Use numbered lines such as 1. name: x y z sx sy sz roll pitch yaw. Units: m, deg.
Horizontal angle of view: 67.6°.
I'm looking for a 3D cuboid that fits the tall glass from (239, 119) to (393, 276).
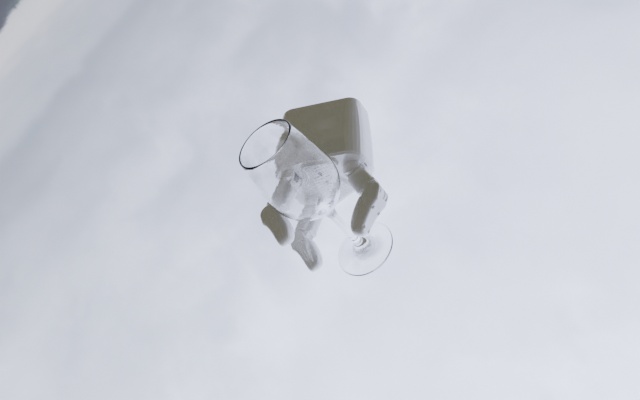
1. tall glass: 0.000 0.002 0.513 0.079 0.079 0.201 0 -34 41
